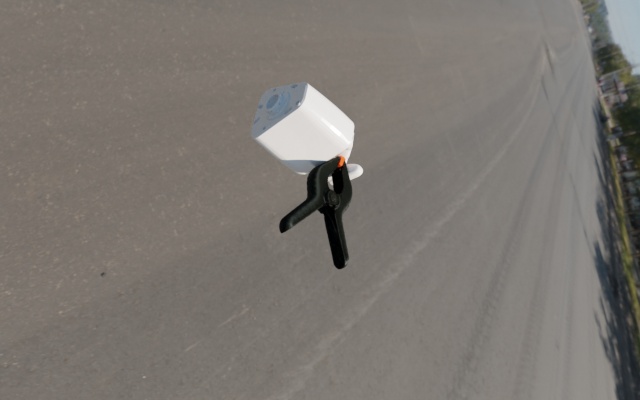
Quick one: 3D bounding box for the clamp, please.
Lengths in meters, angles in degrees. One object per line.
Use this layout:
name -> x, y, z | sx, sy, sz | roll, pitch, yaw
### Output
clamp -> 0.001, 0.002, 0.685 | 0.039, 0.171, 0.120 | -22, -40, 38
